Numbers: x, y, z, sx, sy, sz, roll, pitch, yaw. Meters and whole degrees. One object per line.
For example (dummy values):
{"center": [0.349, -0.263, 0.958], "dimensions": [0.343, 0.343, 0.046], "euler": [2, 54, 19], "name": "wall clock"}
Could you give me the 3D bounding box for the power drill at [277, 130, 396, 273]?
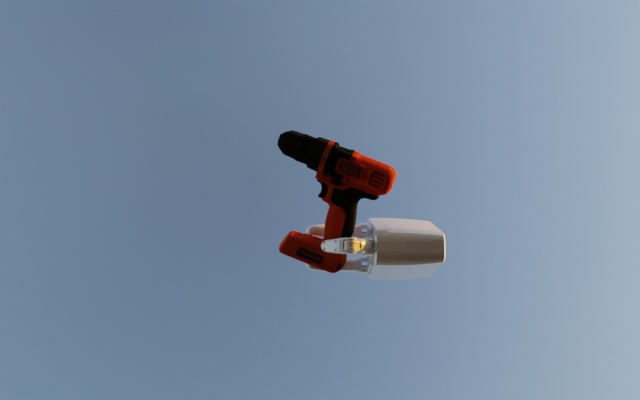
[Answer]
{"center": [0.000, 0.003, 0.726], "dimensions": [0.184, 0.188, 0.057], "euler": [22, 17, 7], "name": "power drill"}
